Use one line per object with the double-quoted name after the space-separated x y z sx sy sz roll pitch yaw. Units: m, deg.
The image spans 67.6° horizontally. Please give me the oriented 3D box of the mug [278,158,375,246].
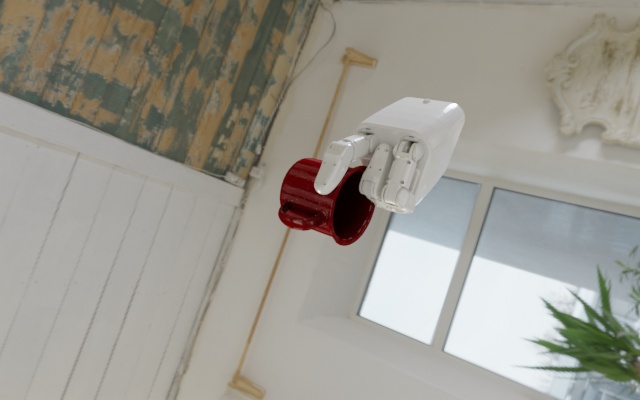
-0.001 0.002 0.547 0.081 0.093 0.117 17 36 34 "mug"
